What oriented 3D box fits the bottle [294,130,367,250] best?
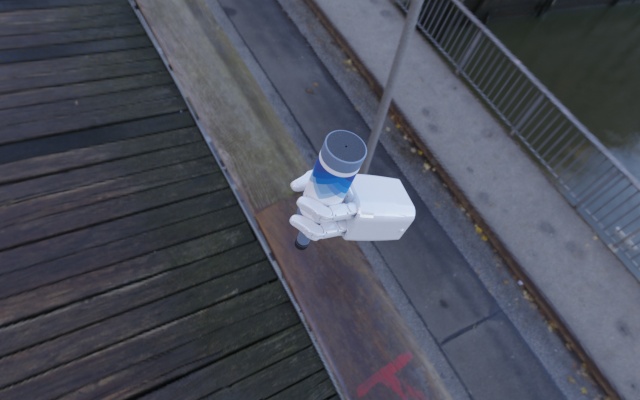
[{"bbox_3d":[0.000,0.003,0.829,0.069,0.069,0.296,0,-35,-19],"label":"bottle"}]
